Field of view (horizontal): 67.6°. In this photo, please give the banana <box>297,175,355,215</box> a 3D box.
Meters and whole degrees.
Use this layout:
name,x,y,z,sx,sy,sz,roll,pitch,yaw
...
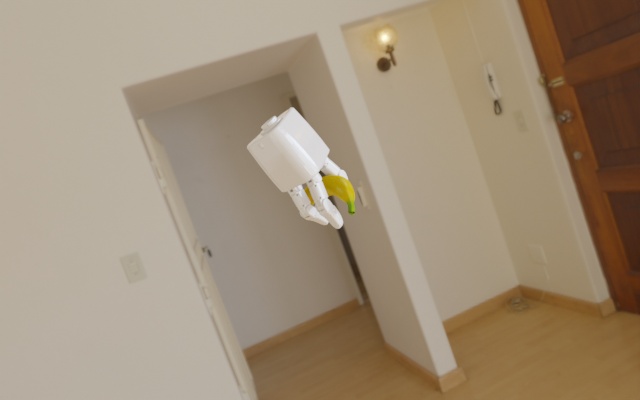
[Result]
name,x,y,z,sx,sy,sz,roll,pitch,yaw
banana,0.009,-0.014,0.893,0.037,0.069,0.198,28,-12,-27
